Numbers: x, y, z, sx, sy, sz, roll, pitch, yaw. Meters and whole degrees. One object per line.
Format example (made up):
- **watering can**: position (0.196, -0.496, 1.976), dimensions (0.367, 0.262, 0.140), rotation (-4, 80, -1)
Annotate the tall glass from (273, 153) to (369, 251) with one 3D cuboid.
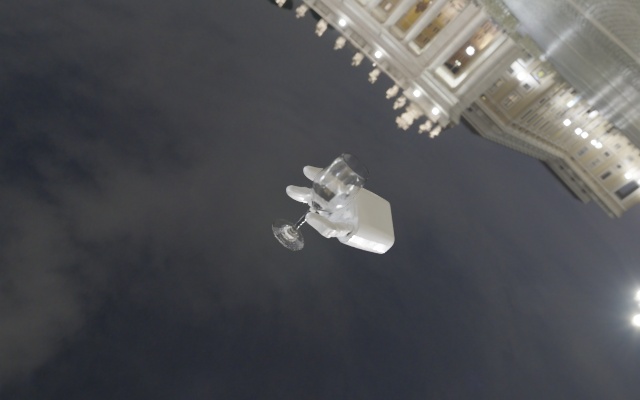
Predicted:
- **tall glass**: position (0.000, 0.003, 0.868), dimensions (0.201, 0.079, 0.079), rotation (-46, -26, 28)
